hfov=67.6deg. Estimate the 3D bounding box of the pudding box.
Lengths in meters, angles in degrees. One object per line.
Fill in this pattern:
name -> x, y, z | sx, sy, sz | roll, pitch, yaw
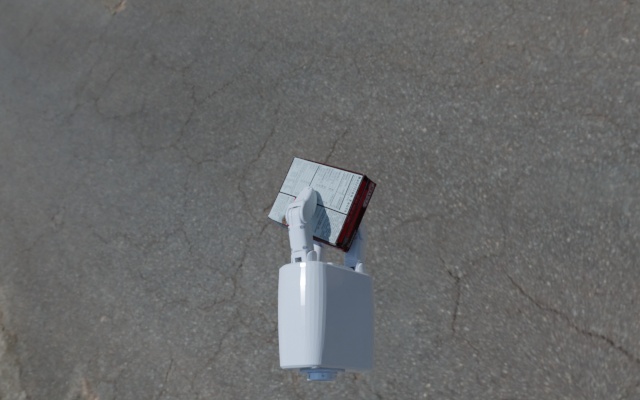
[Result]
pudding box -> 0.000, 0.002, 0.578 | 0.113, 0.090, 0.039 | 19, -9, 34
